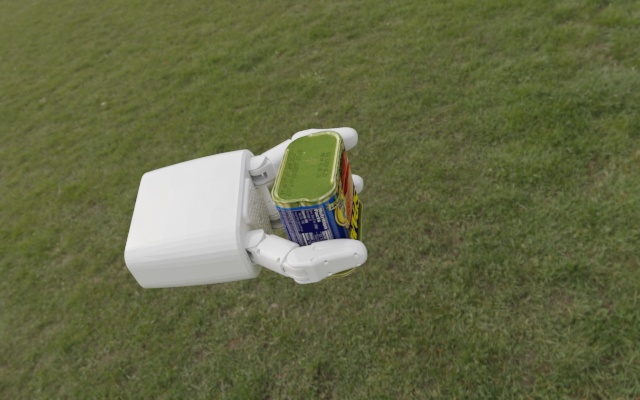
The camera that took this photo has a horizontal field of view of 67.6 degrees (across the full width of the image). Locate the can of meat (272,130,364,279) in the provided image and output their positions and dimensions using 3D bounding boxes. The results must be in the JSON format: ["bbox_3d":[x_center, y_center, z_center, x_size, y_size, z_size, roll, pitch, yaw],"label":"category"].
[{"bbox_3d":[0.000,0.001,0.409,0.057,0.084,0.102,-7,39,14],"label":"can of meat"}]
